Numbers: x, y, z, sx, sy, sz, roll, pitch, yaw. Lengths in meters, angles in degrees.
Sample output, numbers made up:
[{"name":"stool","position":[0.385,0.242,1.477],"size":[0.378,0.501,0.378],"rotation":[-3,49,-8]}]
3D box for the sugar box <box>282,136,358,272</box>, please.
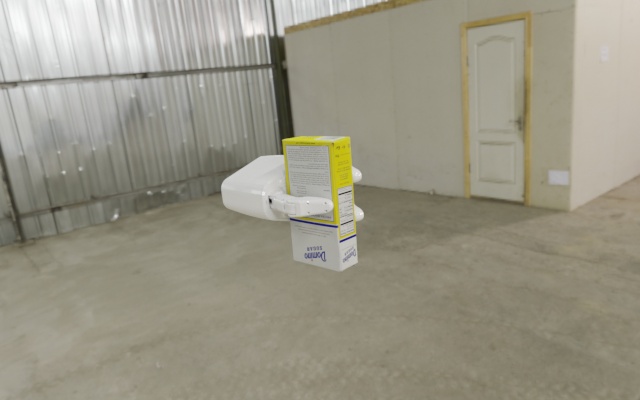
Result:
[{"name":"sugar box","position":[0.000,0.002,0.656],"size":[0.093,0.176,0.048],"rotation":[8,20,42]}]
